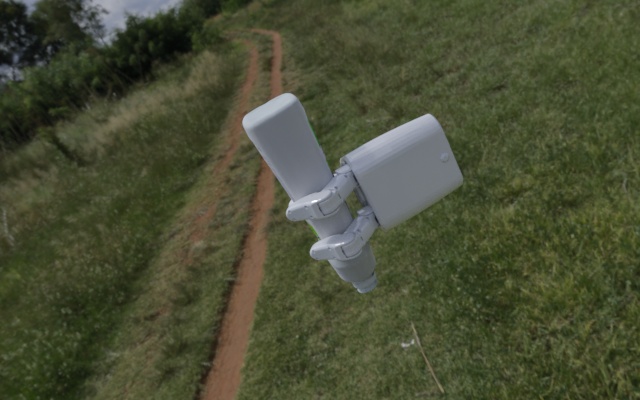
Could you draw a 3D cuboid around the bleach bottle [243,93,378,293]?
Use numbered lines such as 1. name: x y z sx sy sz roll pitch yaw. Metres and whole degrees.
1. bleach bottle: 0.000 0.002 0.563 0.068 0.251 0.102 -30 21 -1
